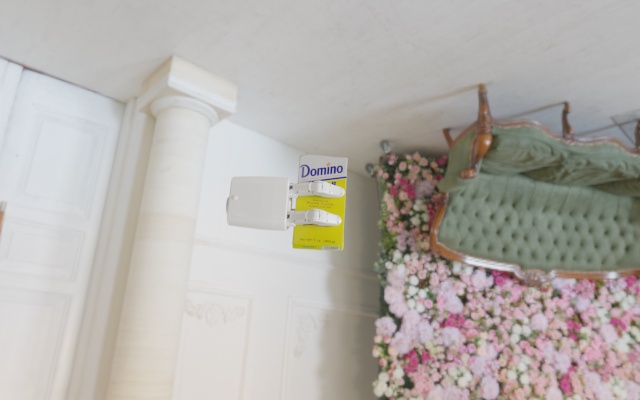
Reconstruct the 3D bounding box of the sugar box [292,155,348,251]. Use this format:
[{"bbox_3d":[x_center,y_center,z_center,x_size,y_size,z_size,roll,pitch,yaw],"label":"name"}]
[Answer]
[{"bbox_3d":[0.000,0.003,0.886,0.093,0.176,0.048,3,-18,-1],"label":"sugar box"}]
